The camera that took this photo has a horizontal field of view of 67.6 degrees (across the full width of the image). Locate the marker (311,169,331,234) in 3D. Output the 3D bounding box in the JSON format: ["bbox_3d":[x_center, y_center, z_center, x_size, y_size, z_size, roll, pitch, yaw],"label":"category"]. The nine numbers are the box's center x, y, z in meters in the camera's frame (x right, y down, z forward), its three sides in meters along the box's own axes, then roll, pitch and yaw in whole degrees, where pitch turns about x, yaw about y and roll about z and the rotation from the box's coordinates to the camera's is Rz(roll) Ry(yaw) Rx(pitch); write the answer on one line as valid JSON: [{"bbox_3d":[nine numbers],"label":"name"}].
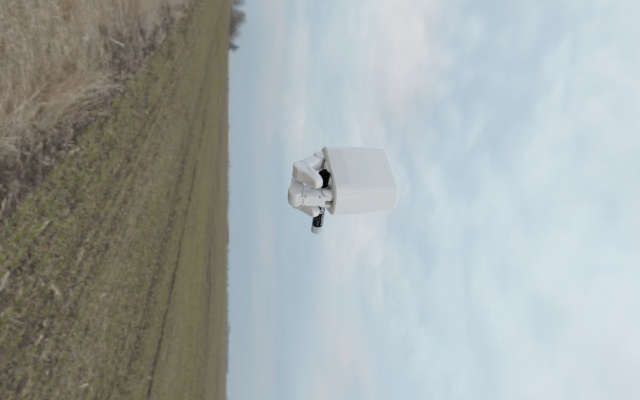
[{"bbox_3d":[0.000,0.002,0.760,0.020,0.121,0.020,5,36,-4],"label":"marker"}]
